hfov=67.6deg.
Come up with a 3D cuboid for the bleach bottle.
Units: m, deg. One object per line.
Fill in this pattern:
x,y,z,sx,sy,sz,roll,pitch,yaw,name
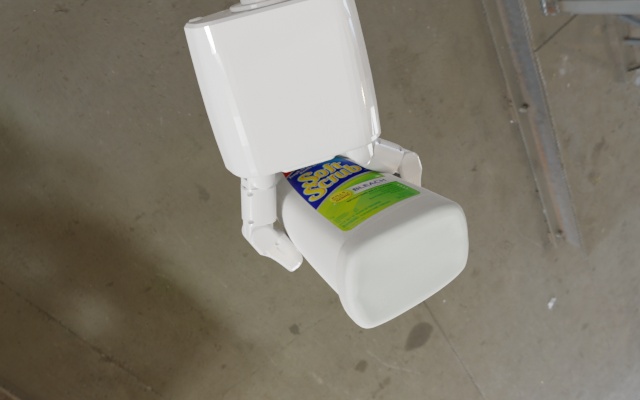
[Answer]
0.000,0.001,0.403,0.102,0.068,0.250,-24,29,-21,bleach bottle
